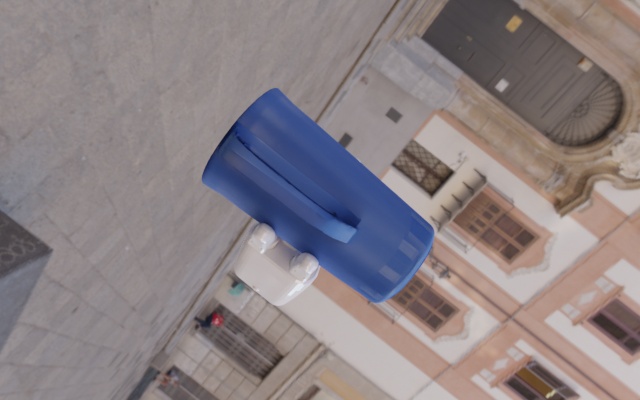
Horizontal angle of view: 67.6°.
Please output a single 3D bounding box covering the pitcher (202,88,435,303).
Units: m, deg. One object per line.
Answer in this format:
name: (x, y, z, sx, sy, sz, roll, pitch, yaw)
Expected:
pitcher: (0.000, 0.002, 0.519, 0.243, 0.149, 0.145, 38, -38, 0)
